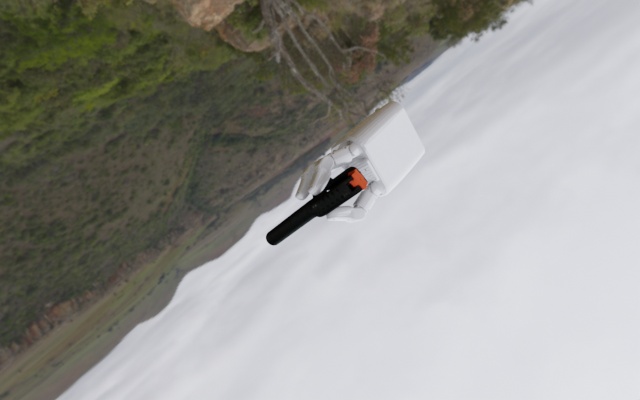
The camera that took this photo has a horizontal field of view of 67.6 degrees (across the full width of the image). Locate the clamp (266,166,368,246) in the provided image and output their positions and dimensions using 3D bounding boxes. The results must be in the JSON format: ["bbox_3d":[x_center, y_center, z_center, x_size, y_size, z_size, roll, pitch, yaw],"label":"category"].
[{"bbox_3d":[0.001,0.003,0.719,0.164,0.036,0.210,-45,9,-22],"label":"clamp"}]
